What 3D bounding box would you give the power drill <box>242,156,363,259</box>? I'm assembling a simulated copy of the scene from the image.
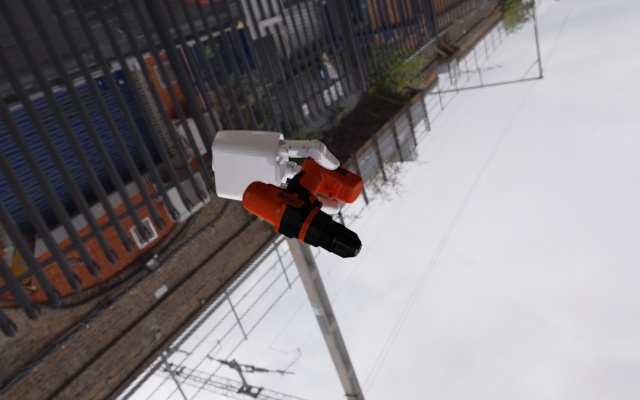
[{"bbox_3d":[0.000,0.002,0.724,0.184,0.057,0.187,28,29,11],"label":"power drill"}]
